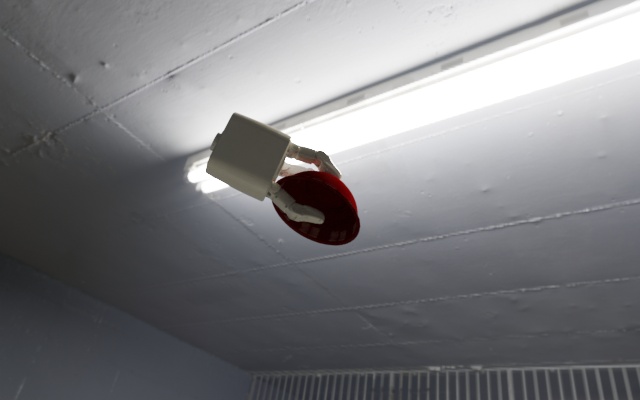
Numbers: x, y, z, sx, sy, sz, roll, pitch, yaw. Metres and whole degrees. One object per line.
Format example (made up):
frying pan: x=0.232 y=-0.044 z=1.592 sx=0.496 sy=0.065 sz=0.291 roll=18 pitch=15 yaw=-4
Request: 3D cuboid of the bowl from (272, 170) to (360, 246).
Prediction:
bowl: x=0.001 y=0.003 z=0.802 sx=0.162 sy=0.162 sz=0.055 roll=0 pitch=43 yaw=35
